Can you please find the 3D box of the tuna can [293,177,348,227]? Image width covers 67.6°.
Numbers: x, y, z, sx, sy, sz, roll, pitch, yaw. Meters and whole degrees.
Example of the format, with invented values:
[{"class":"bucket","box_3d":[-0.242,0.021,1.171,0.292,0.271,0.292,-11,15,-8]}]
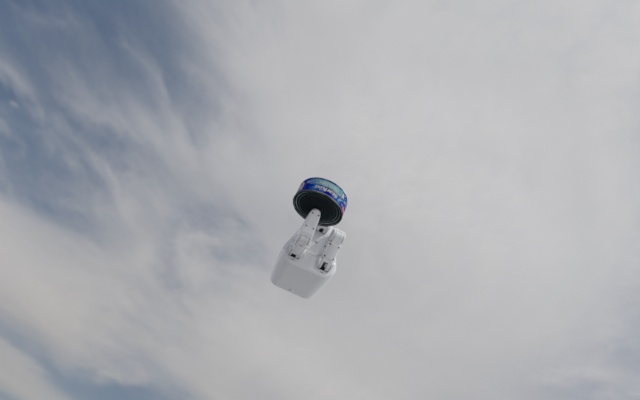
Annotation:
[{"class":"tuna can","box_3d":[0.000,0.002,0.778,0.086,0.033,0.086,15,-38,13]}]
